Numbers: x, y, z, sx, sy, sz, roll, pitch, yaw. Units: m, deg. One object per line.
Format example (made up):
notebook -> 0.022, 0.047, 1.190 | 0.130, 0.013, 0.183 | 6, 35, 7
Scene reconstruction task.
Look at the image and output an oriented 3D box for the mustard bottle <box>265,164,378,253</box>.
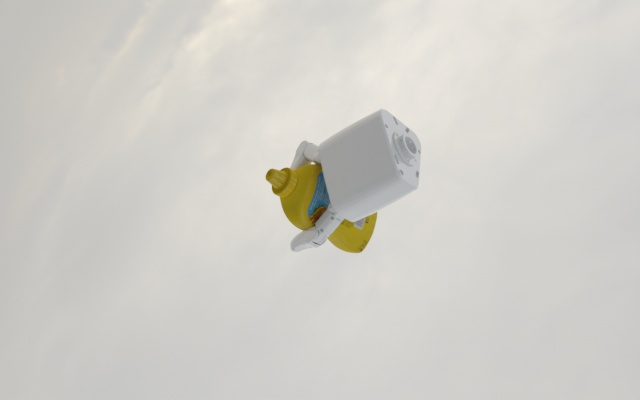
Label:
mustard bottle -> 0.000, 0.002, 0.684 | 0.192, 0.096, 0.058 | 29, -18, -37
